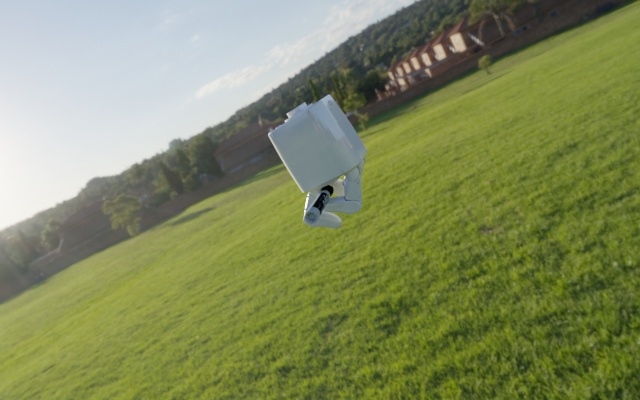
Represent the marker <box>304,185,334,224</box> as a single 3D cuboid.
[{"bbox_3d":[0.000,0.002,0.680,0.020,0.020,0.121,0,19,13],"label":"marker"}]
